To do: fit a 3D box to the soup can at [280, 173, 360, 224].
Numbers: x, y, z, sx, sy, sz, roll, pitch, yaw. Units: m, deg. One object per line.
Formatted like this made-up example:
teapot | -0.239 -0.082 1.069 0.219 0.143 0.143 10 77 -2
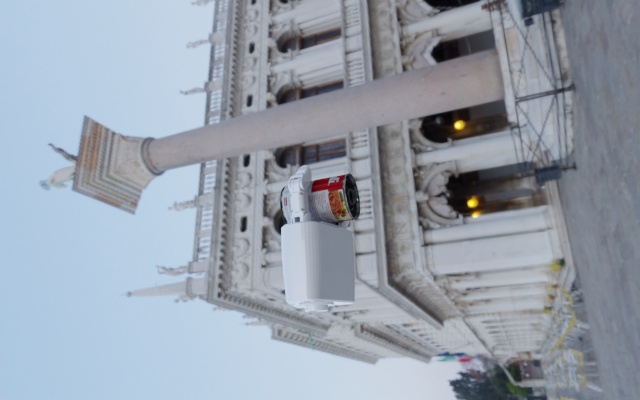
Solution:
soup can | 0.000 0.002 0.702 0.102 0.068 0.068 -10 -3 20
